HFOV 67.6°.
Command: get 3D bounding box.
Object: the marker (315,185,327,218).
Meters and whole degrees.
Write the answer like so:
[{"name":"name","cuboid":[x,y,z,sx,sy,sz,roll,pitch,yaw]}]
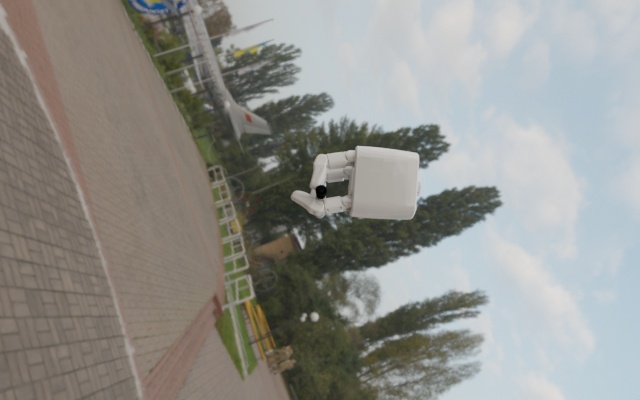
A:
[{"name":"marker","cuboid":[0.000,0.003,0.817,0.020,0.020,0.121,0,-21,-1]}]
